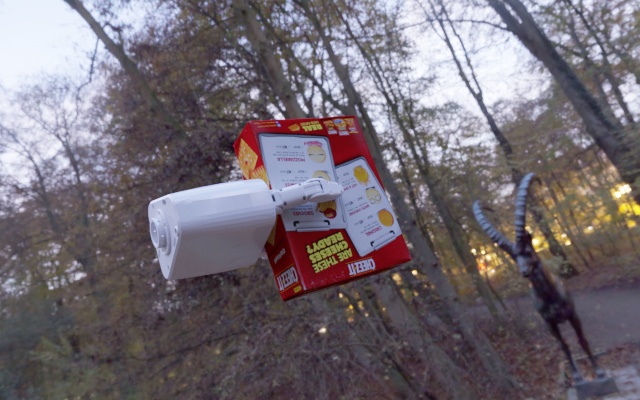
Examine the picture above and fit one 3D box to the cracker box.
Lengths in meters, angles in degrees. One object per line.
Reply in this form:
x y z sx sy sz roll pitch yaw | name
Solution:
0.000 0.002 0.608 0.164 0.213 0.072 -10 -17 -33 | cracker box
